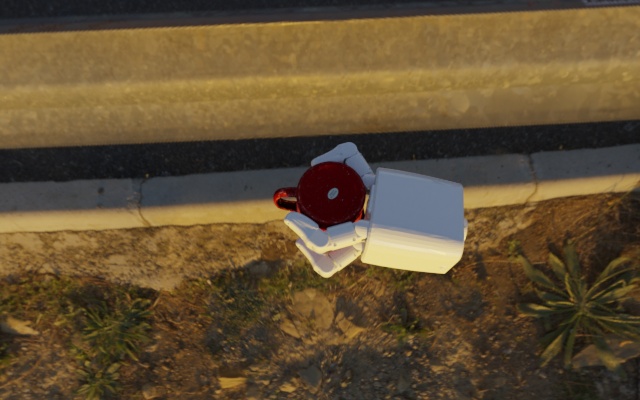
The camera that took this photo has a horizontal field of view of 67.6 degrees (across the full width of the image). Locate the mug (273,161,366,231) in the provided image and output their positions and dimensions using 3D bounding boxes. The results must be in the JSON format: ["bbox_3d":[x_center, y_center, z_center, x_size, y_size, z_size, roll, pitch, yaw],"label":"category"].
[{"bbox_3d":[-0.001,0.002,0.586,0.117,0.093,0.081,9,-21,3],"label":"mug"}]
